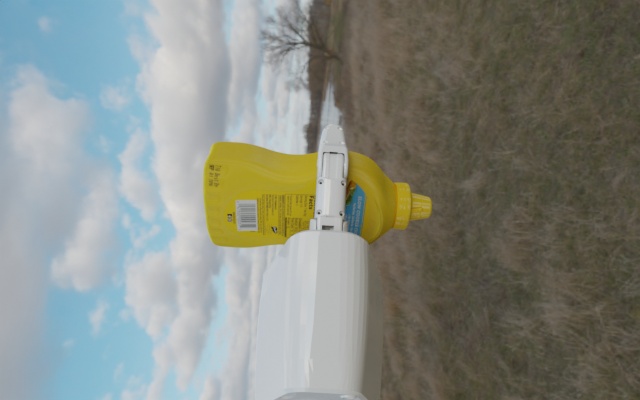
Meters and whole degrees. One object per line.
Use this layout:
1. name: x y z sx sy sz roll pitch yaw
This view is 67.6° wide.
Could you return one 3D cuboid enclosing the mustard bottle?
1. mustard bottle: 0.000 0.001 0.414 0.191 0.096 0.058 3 36 -1
